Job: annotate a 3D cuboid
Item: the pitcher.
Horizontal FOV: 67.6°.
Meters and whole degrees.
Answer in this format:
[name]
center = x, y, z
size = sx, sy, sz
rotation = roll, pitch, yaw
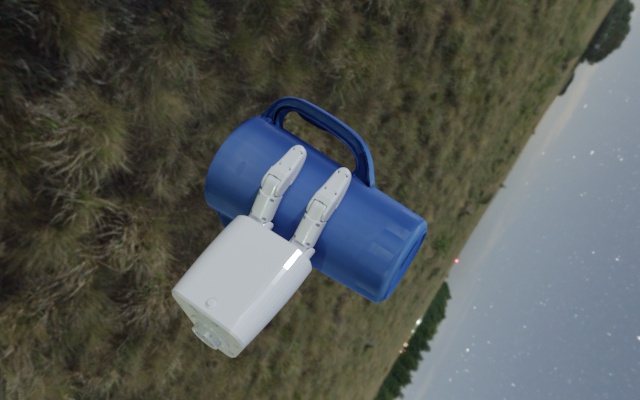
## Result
[pitcher]
center = 0.000, 0.002, 0.556
size = 0.243, 0.145, 0.149
rotation = 31, -30, 16
